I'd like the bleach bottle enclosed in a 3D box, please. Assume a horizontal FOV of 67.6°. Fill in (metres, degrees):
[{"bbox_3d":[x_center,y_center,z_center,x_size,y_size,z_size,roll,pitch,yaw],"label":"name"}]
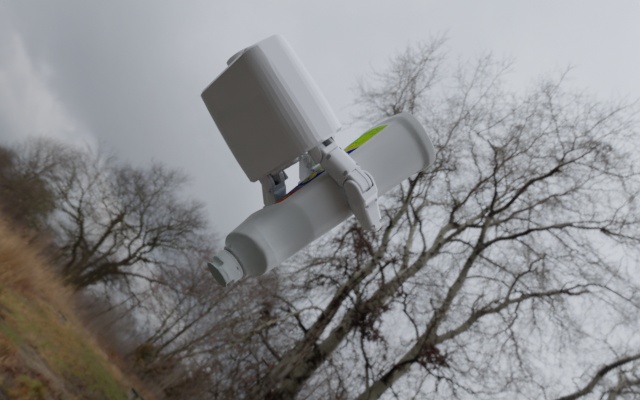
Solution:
[{"bbox_3d":[0.000,0.002,0.482,0.250,0.068,0.102,-36,9,-28],"label":"bleach bottle"}]
